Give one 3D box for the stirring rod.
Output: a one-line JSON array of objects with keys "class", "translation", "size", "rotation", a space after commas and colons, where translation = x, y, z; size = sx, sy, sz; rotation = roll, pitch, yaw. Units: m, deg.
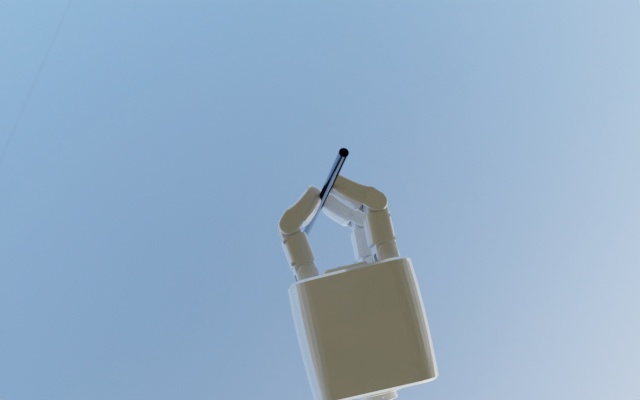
[{"class": "stirring rod", "translation": [0.000, 0.002, 0.481], "size": [0.011, 0.011, 0.240], "rotation": [0, -19, -9]}]
